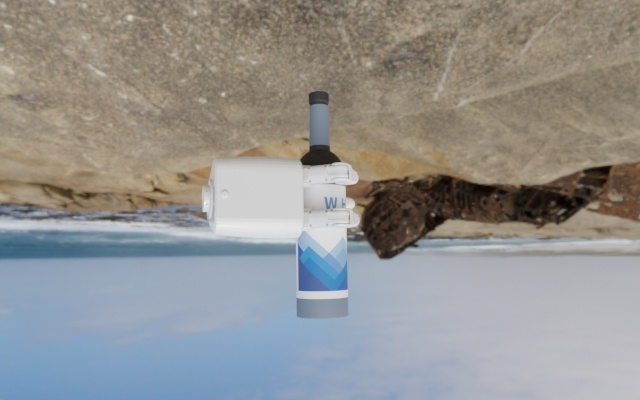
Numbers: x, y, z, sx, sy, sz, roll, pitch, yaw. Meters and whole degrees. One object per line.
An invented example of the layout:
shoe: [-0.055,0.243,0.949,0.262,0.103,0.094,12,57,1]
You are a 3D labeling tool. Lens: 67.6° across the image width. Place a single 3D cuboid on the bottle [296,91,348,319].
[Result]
bottle: [0.000,0.002,0.629,0.069,0.295,0.069,-1,-7,0]
